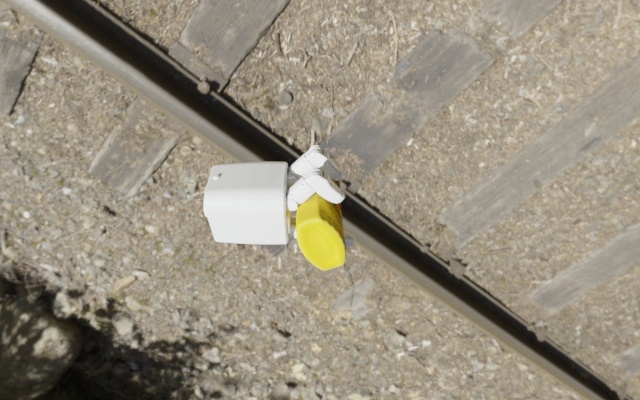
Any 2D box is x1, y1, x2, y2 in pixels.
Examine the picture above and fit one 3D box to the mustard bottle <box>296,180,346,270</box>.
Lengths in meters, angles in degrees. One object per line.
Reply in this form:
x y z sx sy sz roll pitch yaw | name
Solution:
0.000 0.002 0.692 0.058 0.096 0.191 -20 36 14 | mustard bottle
